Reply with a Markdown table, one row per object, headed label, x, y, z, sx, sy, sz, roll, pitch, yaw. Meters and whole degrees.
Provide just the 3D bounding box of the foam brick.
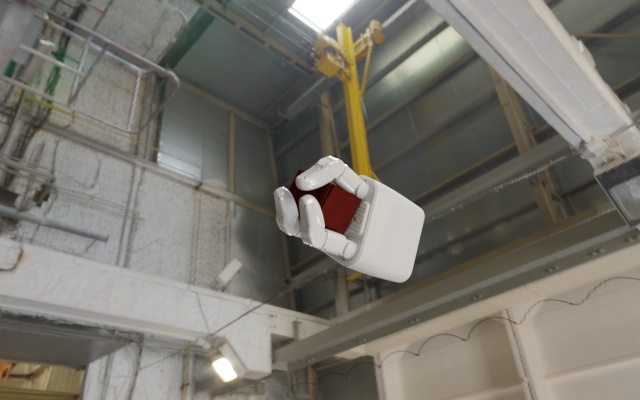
| label | x | y | z | sx | sy | sz | roll | pitch | yaw |
| --- | --- | --- | --- | --- | --- | --- | --- | --- | --- |
| foam brick | 0.000 | 0.002 | 0.591 | 0.051 | 0.053 | 0.078 | 25 | 2 | -37 |
